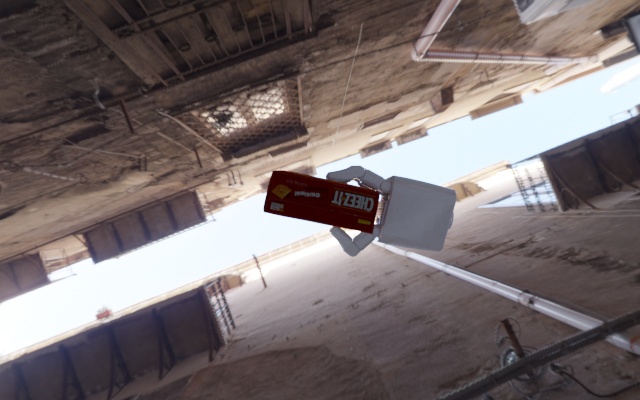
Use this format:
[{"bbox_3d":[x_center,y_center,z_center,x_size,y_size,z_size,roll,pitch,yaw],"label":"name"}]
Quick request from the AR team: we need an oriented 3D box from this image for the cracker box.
[{"bbox_3d":[0.000,0.003,0.791,0.164,0.072,0.214,11,-2,-1],"label":"cracker box"}]
